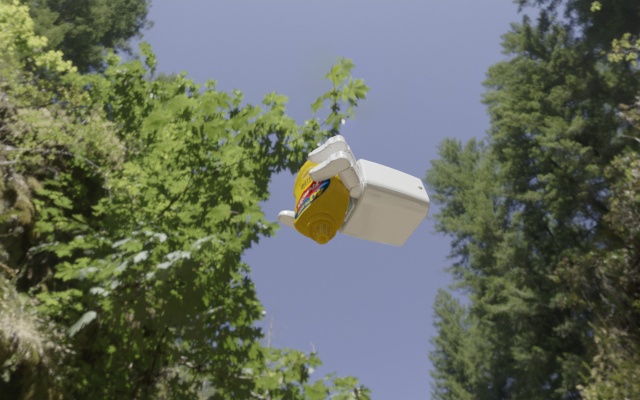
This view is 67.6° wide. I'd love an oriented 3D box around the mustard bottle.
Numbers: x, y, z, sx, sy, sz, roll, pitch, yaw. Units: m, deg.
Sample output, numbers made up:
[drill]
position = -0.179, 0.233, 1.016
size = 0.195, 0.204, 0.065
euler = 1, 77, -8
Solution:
[mustard bottle]
position = 0.000, 0.002, 0.706
size = 0.058, 0.096, 0.191
euler = 38, 23, -22
